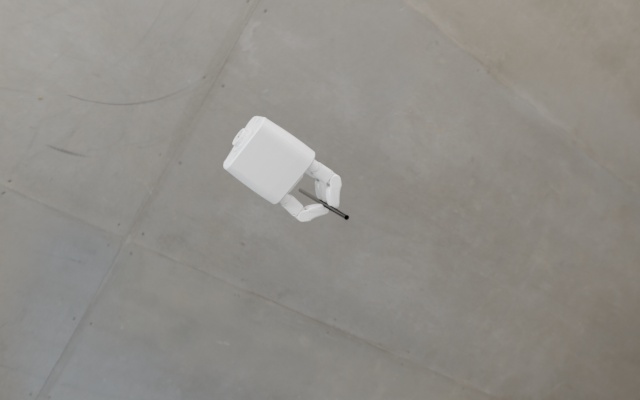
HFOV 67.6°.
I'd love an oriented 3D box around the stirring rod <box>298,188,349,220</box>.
[{"bbox_3d":[0.000,0.003,0.860,0.011,0.011,0.239,0,11,-20],"label":"stirring rod"}]
